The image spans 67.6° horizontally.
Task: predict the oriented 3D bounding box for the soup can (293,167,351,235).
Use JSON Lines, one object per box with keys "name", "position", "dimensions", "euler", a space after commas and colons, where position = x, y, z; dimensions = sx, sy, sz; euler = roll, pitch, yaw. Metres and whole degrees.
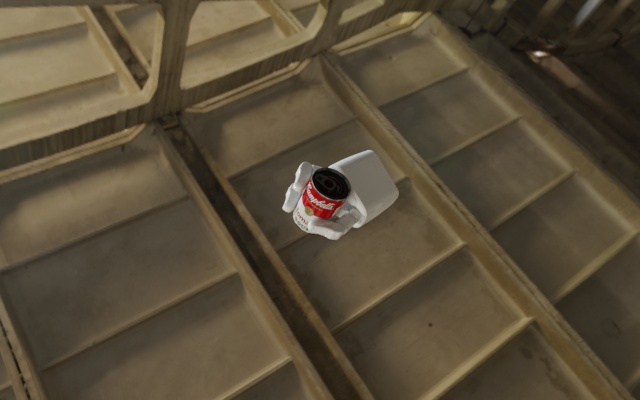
{"name": "soup can", "position": [0.000, 0.003, 0.801], "dimensions": [0.068, 0.068, 0.102], "euler": [0, -37, -26]}
